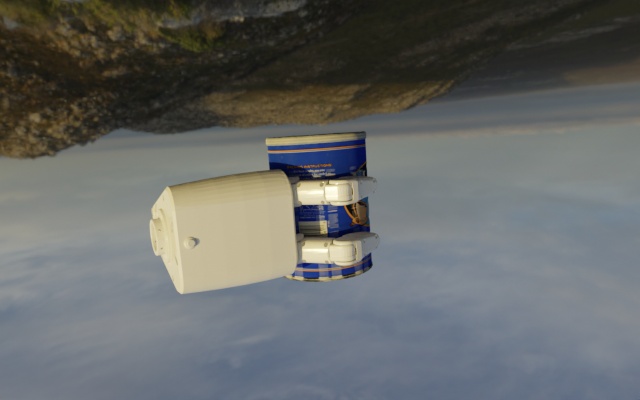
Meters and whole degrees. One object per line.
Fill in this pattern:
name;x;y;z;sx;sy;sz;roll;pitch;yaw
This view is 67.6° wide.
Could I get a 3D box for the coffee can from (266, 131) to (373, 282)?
coffee can;0.000;0.001;0.499;0.103;0.140;0.103;-4;8;1
